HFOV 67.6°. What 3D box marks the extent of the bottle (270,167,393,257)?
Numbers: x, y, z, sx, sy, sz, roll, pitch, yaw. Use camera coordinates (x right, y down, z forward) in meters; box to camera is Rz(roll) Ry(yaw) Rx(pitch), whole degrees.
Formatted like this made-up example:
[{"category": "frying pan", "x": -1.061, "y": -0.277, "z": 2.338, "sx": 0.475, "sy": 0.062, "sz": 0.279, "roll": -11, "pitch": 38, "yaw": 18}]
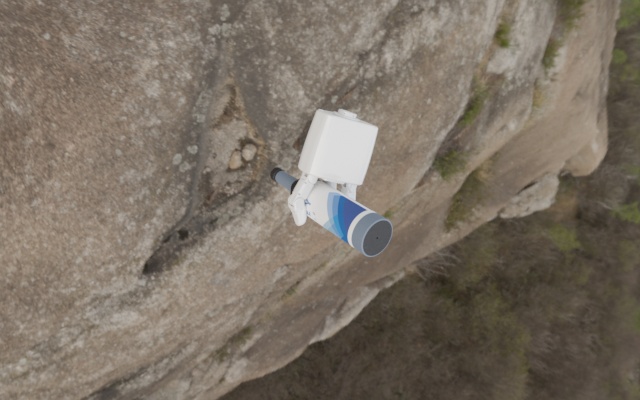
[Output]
[{"category": "bottle", "x": 0.000, "y": 0.003, "z": 0.846, "sx": 0.069, "sy": 0.069, "sz": 0.295, "roll": 0, "pitch": 22, "yaw": -41}]
